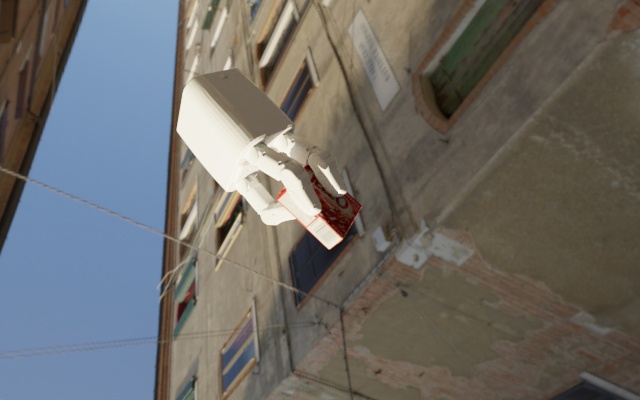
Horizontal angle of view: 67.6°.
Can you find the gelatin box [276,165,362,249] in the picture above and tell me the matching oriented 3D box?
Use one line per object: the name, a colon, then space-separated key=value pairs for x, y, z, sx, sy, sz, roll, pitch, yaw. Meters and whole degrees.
gelatin box: x=0.000 y=0.002 z=0.567 sx=0.030 sy=0.089 sz=0.073 roll=-41 pitch=8 yaw=38
